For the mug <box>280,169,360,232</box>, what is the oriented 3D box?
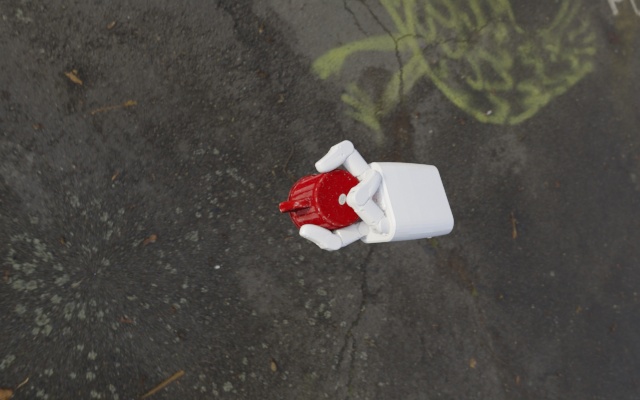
[{"bbox_3d":[-0.001,0.002,0.674,0.117,0.093,0.081,-3,-6,-26],"label":"mug"}]
